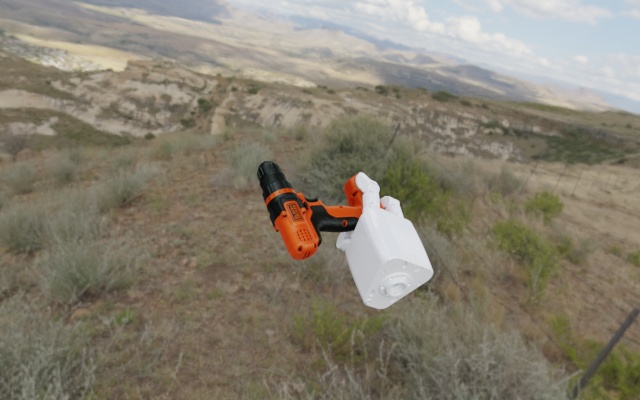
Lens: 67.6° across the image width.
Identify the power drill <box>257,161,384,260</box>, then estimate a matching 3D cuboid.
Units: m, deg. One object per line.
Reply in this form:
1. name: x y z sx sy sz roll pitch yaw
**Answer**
1. power drill: 0.001 0.003 0.794 0.187 0.184 0.057 -10 -30 -28
